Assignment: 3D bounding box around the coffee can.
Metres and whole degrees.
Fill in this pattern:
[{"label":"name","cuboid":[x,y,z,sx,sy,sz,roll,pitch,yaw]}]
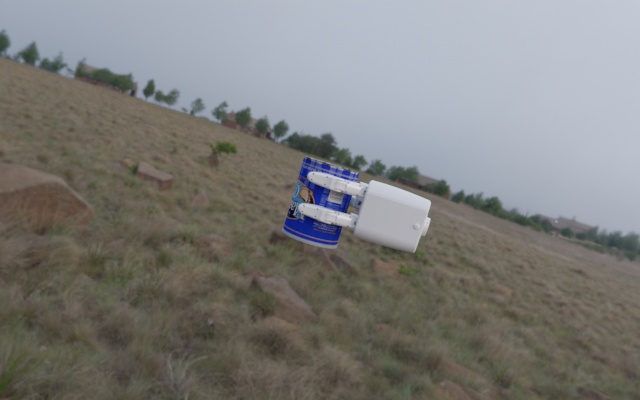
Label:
[{"label":"coffee can","cuboid":[0.000,0.003,0.846,0.103,0.140,0.103,17,6,-2]}]
